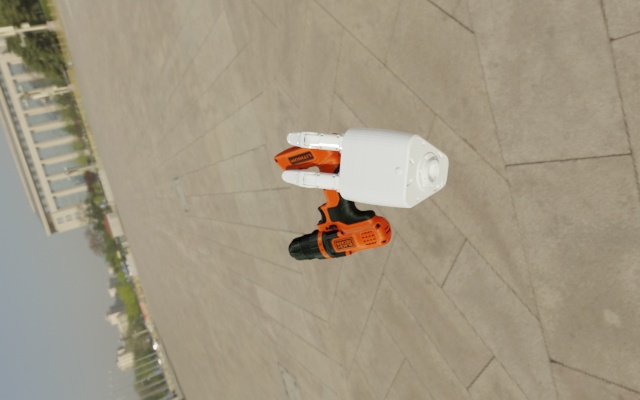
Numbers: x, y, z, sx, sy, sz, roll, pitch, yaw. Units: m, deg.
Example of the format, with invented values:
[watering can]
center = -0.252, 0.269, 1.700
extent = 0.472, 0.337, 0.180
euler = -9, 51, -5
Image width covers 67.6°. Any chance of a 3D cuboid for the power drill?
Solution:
[power drill]
center = 0.000, 0.002, 0.740
extent = 0.184, 0.188, 0.057
euler = -16, 15, 30
